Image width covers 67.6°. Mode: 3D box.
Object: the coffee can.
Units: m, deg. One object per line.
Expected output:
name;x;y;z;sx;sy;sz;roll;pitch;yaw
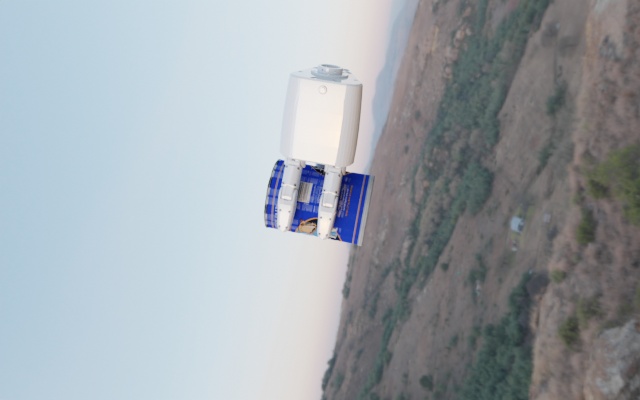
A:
coffee can;0.000;0.002;0.687;0.140;0.103;0.103;10;1;5
